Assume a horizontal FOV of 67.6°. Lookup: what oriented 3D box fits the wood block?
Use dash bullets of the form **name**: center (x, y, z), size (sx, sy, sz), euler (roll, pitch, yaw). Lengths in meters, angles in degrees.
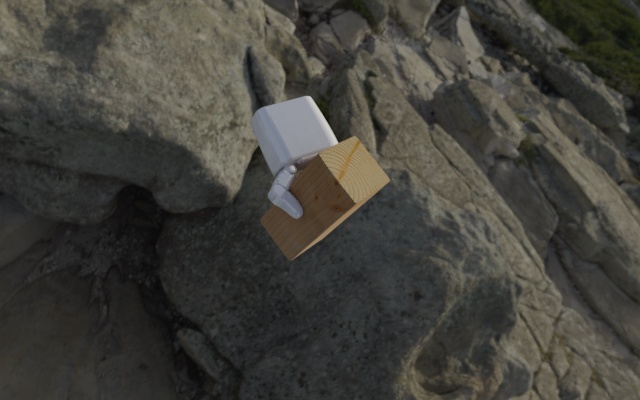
- **wood block**: center (0.000, 0.002, 0.757), size (0.090, 0.090, 0.206), euler (-30, -10, -42)
